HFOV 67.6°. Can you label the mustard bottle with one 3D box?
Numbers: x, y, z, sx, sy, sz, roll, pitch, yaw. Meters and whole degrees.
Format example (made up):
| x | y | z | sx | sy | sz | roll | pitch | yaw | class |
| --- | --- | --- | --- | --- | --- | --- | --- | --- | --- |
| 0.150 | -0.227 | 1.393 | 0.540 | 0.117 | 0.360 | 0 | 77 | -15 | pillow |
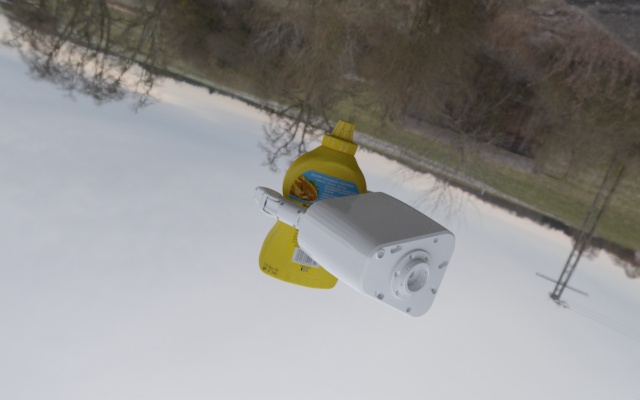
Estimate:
| x | y | z | sx | sy | sz | roll | pitch | yaw | class |
| --- | --- | --- | --- | --- | --- | --- | --- | --- | --- |
| 0.000 | 0.002 | 0.547 | 0.096 | 0.192 | 0.058 | 16 | 11 | -12 | mustard bottle |
